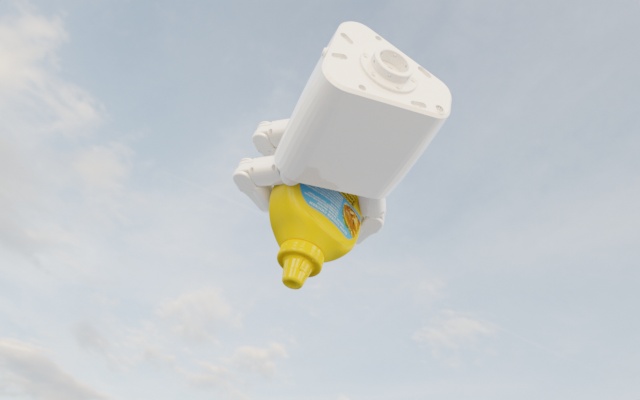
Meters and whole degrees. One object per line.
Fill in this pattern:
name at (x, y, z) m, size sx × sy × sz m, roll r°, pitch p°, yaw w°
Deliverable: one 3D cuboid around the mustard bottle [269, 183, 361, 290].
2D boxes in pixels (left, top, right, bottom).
mustard bottle at (0.000, 0.001, 0.462) m, size 0.058 × 0.191 × 0.096 m, roll -25°, pitch -57°, yaw 39°
